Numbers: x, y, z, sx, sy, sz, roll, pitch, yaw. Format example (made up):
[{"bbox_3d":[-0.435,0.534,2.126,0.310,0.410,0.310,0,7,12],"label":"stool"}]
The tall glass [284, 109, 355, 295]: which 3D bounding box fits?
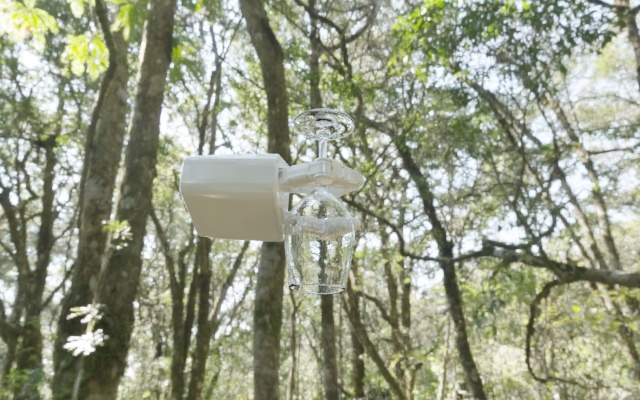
[{"bbox_3d":[0.000,0.001,0.542,0.079,0.201,0.079,2,-20,1],"label":"tall glass"}]
